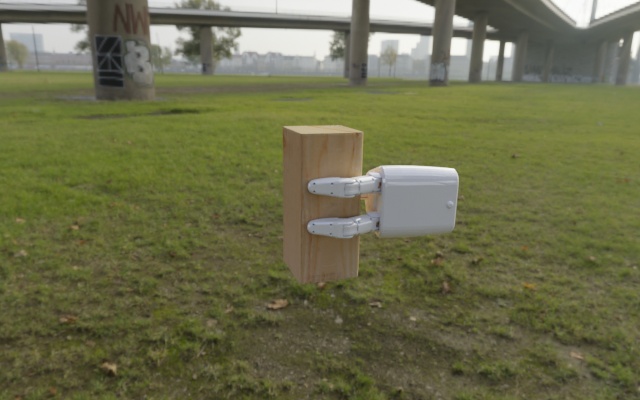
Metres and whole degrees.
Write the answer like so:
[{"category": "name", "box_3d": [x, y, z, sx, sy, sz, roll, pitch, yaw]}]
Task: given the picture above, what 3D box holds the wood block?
[{"category": "wood block", "box_3d": [0.000, 0.002, 0.677, 0.090, 0.206, 0.090, -4, 16, -19]}]
